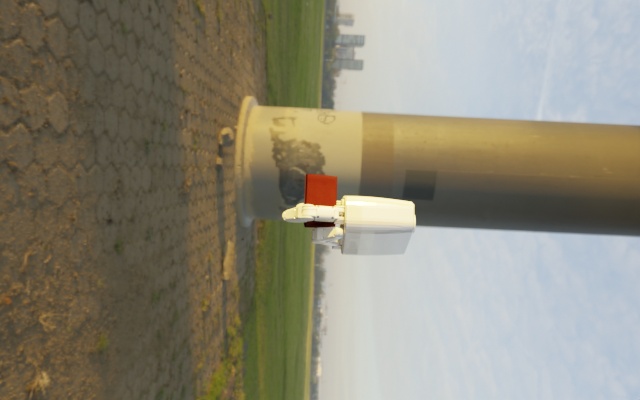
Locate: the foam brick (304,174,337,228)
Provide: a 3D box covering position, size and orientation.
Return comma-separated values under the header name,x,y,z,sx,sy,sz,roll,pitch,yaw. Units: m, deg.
name,x,y,z,sx,sy,sz,roll,pitch,yaw
foam brick,0.000,0.002,0.773,0.051,0.078,0.053,2,-15,0
